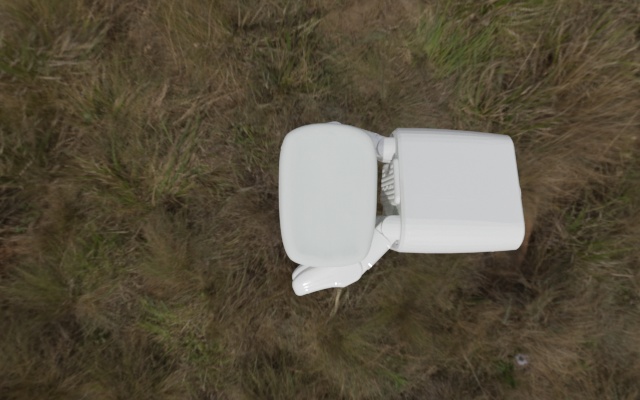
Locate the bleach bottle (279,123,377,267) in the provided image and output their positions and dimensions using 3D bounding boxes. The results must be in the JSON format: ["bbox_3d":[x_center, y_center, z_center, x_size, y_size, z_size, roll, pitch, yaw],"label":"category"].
[{"bbox_3d":[0.000,0.002,0.445,0.068,0.102,0.251,1,-1,-2],"label":"bleach bottle"}]
